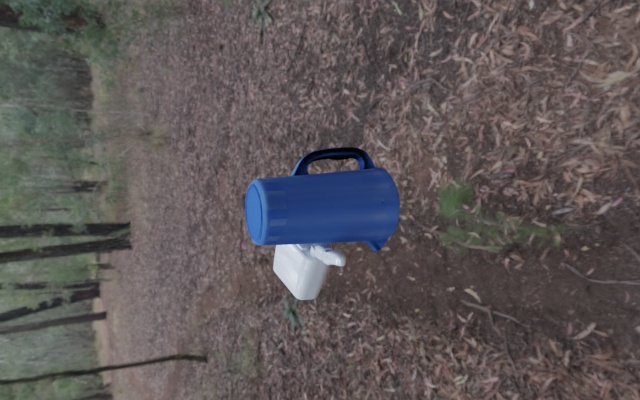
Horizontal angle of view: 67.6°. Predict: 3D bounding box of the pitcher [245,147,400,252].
[{"bbox_3d":[0.000,0.003,0.814,0.243,0.145,0.149,-3,36,-25],"label":"pitcher"}]
